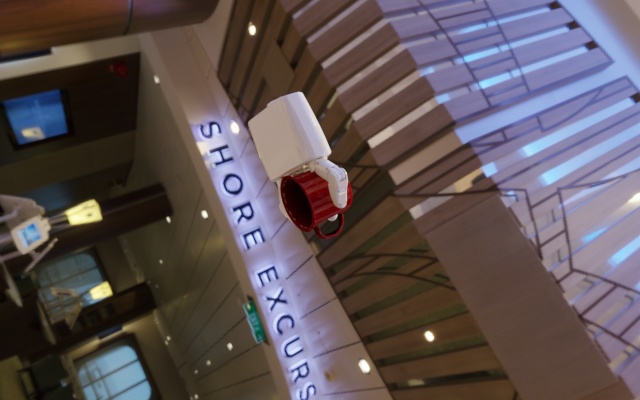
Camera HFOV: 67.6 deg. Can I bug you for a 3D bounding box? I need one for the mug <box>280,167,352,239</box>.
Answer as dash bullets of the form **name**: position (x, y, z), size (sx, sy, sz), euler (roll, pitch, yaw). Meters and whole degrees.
- **mug**: position (0.001, 0.004, 0.748), size (0.081, 0.117, 0.093), euler (-24, 0, -29)
